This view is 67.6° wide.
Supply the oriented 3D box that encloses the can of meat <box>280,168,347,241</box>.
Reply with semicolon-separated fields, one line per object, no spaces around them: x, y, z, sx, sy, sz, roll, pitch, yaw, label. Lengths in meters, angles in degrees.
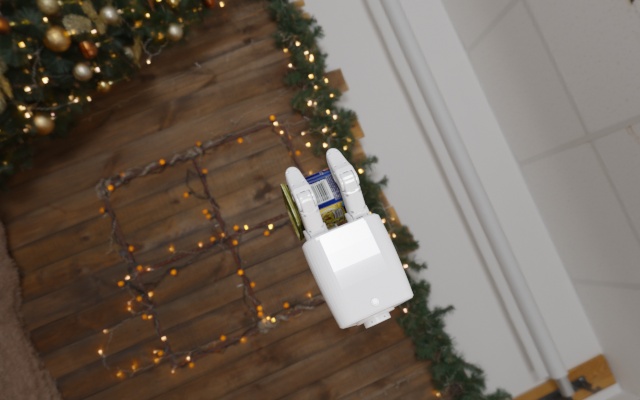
0.000;0.002;0.613;0.084;0.057;0.102;-22;-19;-7;can of meat
